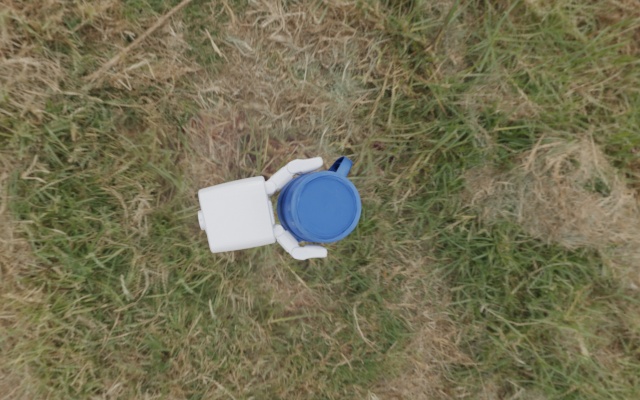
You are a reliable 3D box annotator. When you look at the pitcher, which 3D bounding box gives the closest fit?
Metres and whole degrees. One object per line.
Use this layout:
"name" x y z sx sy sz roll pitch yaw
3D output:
"pitcher" 0.000 0.003 0.819 0.145 0.149 0.243 -11 0 -7
